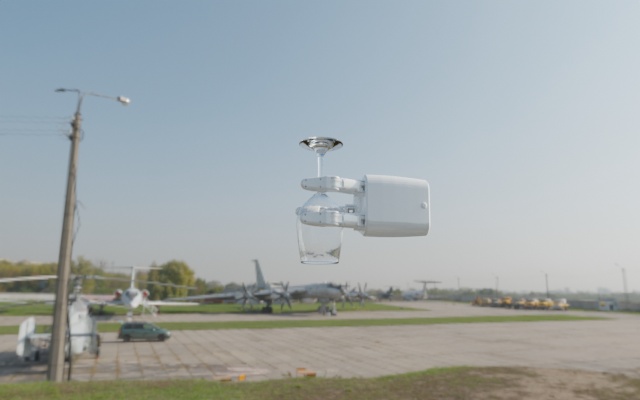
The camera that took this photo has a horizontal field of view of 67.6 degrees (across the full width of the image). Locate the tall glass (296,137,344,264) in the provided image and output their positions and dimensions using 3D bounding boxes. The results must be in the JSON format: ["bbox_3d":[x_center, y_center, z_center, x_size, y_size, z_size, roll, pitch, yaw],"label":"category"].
[{"bbox_3d":[0.000,0.002,0.783,0.079,0.201,0.079,1,-11,0],"label":"tall glass"}]
